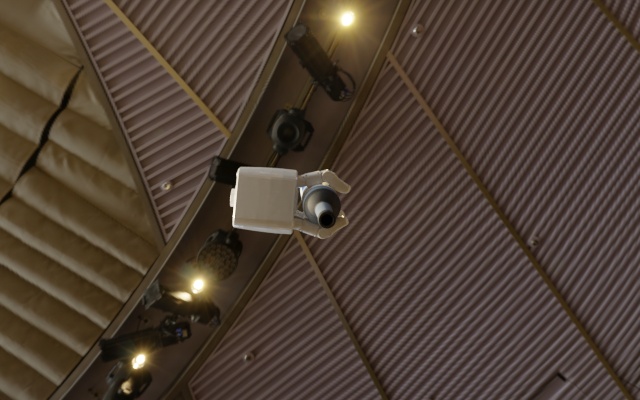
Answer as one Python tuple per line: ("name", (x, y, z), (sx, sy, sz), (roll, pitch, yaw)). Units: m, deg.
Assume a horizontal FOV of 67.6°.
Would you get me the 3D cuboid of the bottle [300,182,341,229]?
("bottle", (0.000, 0.003, 0.866), (0.069, 0.069, 0.295), (0, 10, -4))
